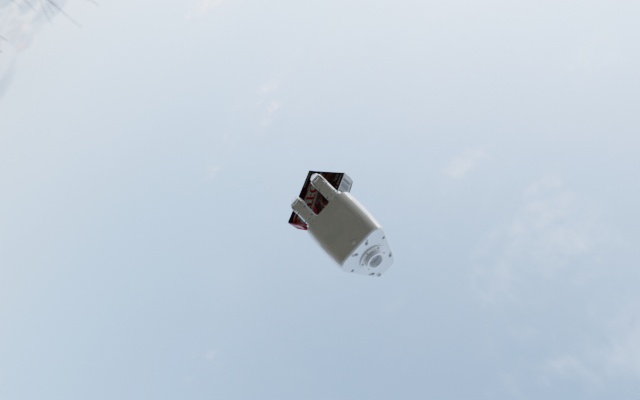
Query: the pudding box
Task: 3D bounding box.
[{"bbox_3d":[0.000,0.003,0.872,0.090,0.113,0.039,7,-23,42],"label":"pudding box"}]
